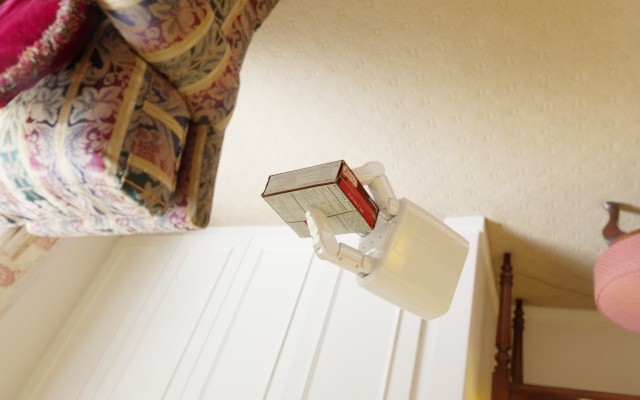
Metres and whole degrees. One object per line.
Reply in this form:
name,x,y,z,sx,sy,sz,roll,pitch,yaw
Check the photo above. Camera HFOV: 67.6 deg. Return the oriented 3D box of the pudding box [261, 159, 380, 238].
pudding box,0.000,0.002,0.565,0.113,0.039,0.090,-11,-46,34
